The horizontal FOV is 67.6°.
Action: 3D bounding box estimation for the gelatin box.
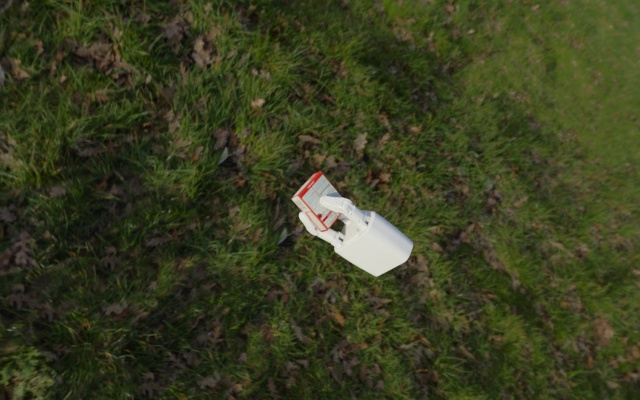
[{"bbox_3d":[0.000,0.003,0.896,0.073,0.089,0.030,-49,17,-30],"label":"gelatin box"}]
